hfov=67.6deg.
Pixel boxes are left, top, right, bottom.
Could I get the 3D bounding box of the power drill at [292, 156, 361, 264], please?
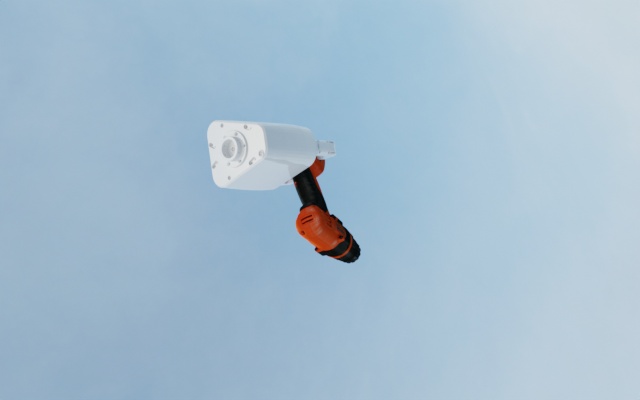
[{"bbox_3d":[0.000,0.002,0.761,0.057,0.187,0.184,-27,-30,11],"label":"power drill"}]
